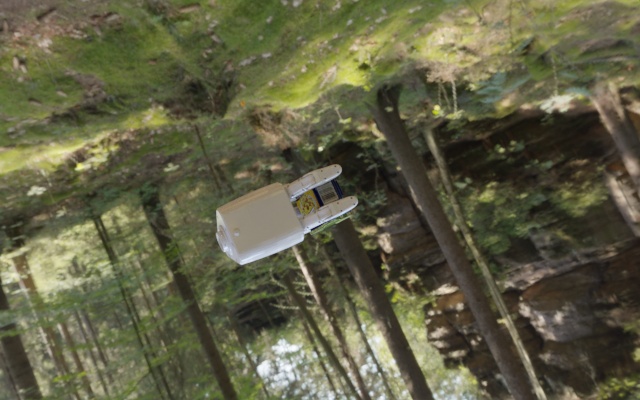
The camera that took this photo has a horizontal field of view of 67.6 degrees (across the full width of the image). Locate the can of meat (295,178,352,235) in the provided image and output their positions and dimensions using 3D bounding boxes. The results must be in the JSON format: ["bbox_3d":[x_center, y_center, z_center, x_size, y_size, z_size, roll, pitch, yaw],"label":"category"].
[{"bbox_3d":[0.000,0.003,0.779,0.057,0.084,0.102,-22,-6,-25],"label":"can of meat"}]
